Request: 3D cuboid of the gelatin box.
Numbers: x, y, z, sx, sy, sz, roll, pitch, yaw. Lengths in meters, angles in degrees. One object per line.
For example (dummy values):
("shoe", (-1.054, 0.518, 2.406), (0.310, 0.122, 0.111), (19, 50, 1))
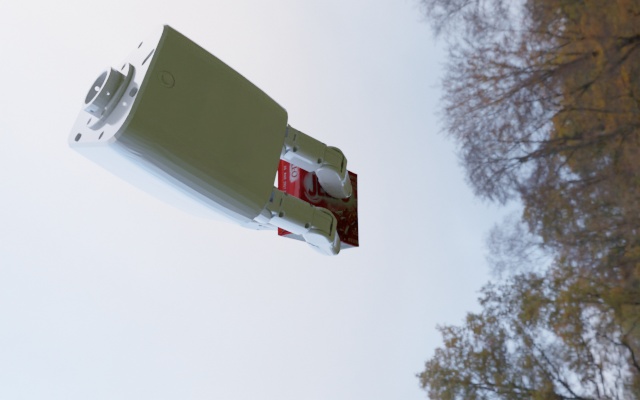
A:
("gelatin box", (0.000, 0.002, 0.428), (0.030, 0.073, 0.089), (-13, -21, 36))
